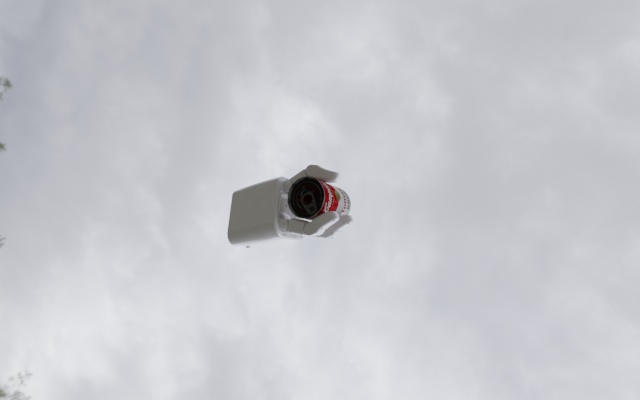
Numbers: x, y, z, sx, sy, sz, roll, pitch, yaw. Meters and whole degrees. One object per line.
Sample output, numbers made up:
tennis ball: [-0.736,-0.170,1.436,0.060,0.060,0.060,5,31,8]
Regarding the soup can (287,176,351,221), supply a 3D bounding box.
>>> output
soup can: [0.001,0.002,0.798,0.068,0.068,0.102,0,-8,29]
